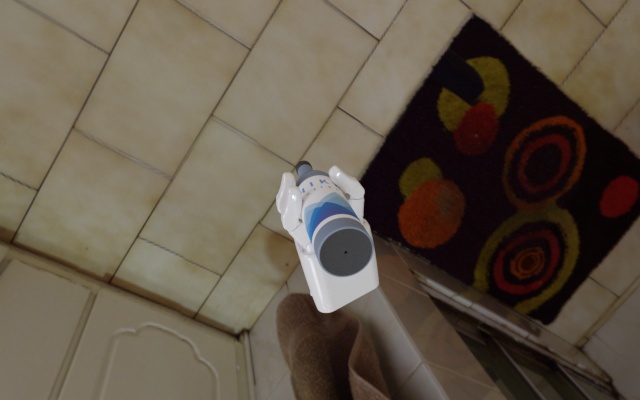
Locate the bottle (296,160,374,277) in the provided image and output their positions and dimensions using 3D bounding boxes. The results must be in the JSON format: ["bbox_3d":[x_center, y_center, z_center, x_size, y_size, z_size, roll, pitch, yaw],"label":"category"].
[{"bbox_3d":[0.000,0.002,0.675,0.069,0.069,0.295,0,23,-12],"label":"bottle"}]
